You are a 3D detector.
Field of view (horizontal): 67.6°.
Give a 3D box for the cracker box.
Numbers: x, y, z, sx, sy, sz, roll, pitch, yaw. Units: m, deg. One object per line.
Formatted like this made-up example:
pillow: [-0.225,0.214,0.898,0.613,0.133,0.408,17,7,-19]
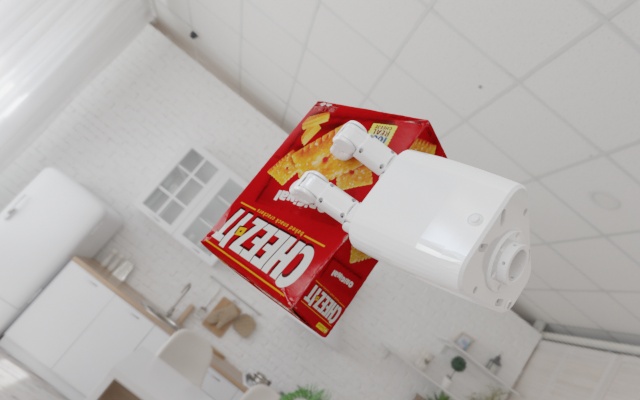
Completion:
cracker box: [0.000,0.002,0.488,0.164,0.213,0.072,23,-20,46]
